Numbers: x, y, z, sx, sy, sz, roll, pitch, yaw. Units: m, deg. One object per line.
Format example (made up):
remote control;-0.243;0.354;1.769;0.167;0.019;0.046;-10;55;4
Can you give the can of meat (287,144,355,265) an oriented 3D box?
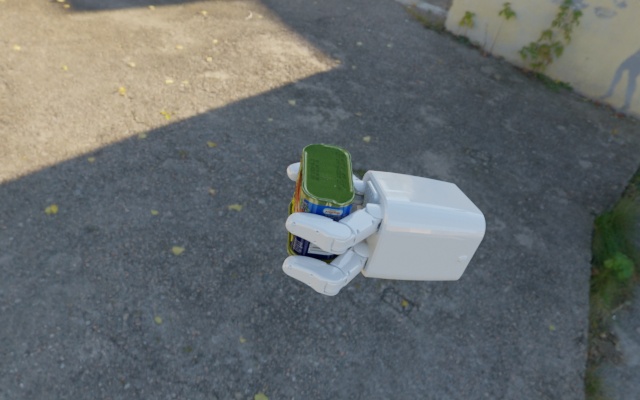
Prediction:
can of meat;0.000;0.001;0.496;0.057;0.084;0.102;7;40;-8
